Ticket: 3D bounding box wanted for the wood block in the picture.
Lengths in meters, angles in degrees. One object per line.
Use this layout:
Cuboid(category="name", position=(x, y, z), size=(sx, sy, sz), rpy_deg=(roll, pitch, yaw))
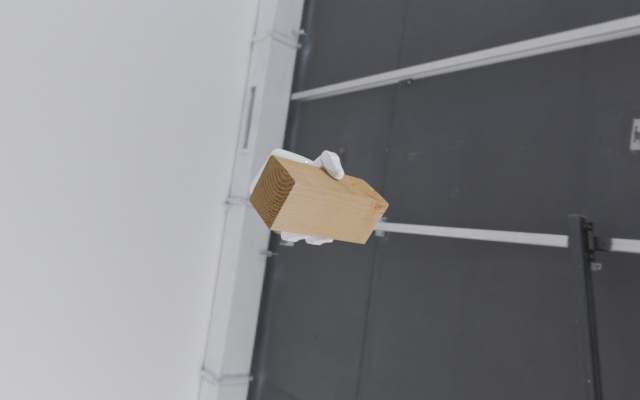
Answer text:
Cuboid(category="wood block", position=(0.000, 0.002, 0.800), size=(0.206, 0.091, 0.090), rpy_deg=(12, 26, -40))
